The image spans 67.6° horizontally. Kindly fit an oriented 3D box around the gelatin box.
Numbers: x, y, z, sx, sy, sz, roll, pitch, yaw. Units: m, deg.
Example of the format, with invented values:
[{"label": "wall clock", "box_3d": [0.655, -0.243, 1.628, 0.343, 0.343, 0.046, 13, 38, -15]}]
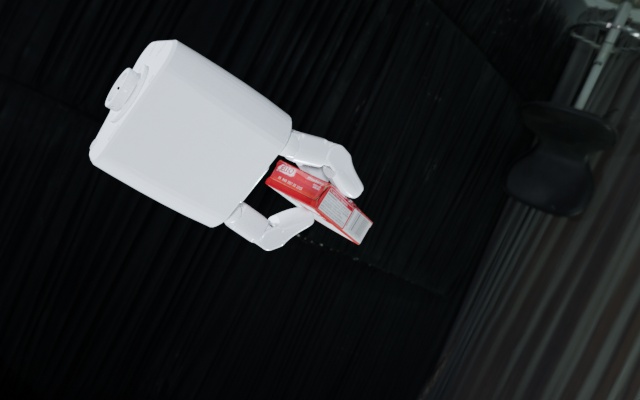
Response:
[{"label": "gelatin box", "box_3d": [0.000, 0.002, 0.467, 0.073, 0.030, 0.089, 28, -9, 42]}]
